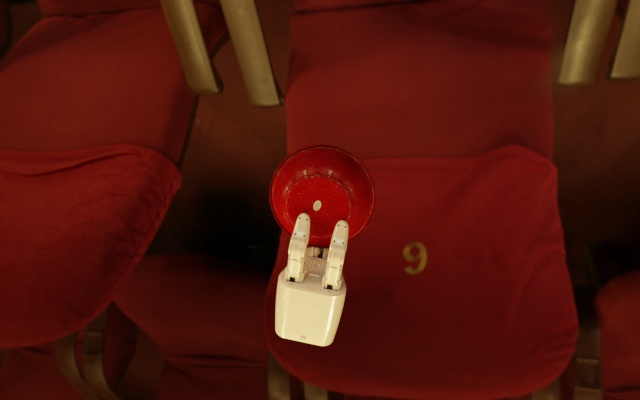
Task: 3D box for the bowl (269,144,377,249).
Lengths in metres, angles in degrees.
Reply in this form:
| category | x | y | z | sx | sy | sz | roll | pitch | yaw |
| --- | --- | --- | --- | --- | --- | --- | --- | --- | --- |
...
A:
| category | x | y | z | sx | sy | sz | roll | pitch | yaw |
| --- | --- | --- | --- | --- | --- | --- | --- | --- | --- |
| bowl | 0.000 | 0.001 | 0.688 | 0.162 | 0.162 | 0.055 | 0 | 15 | 7 |
